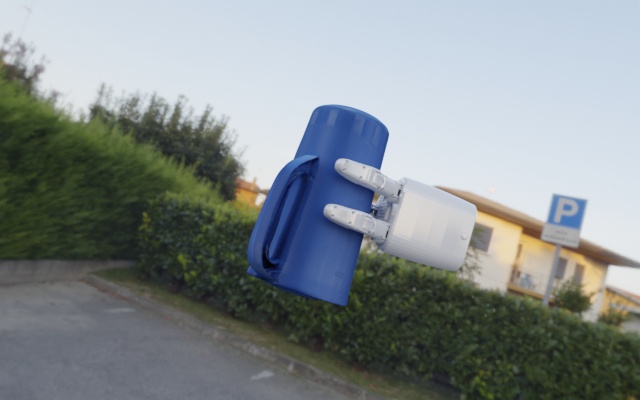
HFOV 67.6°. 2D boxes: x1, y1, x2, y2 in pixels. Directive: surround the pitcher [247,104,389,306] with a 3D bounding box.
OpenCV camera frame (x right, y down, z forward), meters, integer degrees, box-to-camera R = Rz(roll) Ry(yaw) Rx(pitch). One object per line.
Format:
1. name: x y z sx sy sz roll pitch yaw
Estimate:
1. pitcher: 0.000 0.002 0.612 0.145 0.243 0.149 19 -7 -9
